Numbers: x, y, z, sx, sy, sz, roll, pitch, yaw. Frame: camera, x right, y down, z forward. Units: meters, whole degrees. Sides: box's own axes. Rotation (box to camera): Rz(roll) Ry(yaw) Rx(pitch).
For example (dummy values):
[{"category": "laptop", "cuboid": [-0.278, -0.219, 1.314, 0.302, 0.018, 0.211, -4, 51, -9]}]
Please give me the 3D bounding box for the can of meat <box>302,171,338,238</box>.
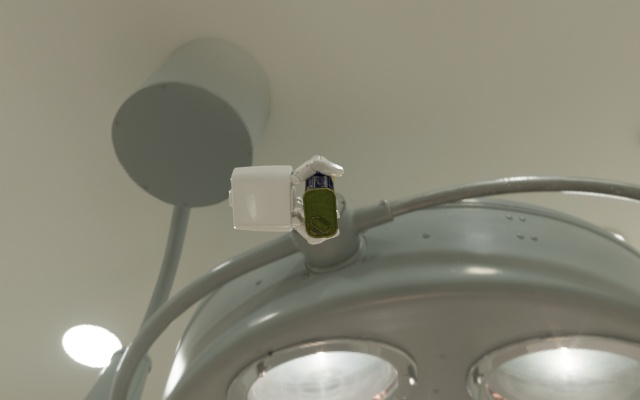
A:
[{"category": "can of meat", "cuboid": [0.000, 0.003, 0.859, 0.057, 0.102, 0.084, -3, 31, 2]}]
